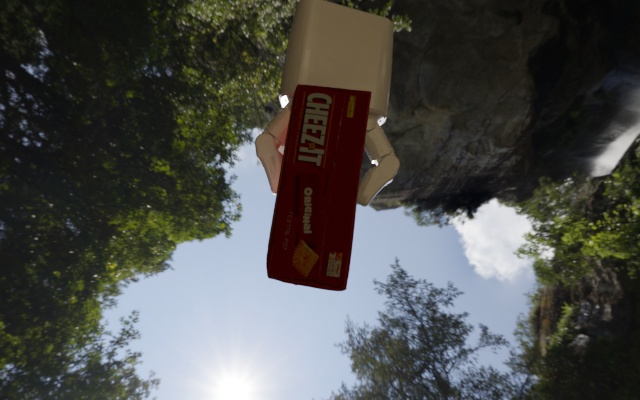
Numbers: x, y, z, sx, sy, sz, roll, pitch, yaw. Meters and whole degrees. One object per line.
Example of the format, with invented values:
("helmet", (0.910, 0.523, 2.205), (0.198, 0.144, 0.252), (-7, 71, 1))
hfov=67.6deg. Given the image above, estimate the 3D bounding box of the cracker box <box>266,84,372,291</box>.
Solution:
("cracker box", (0.000, 0.002, 0.480), (0.072, 0.164, 0.214), (7, -8, 2))
